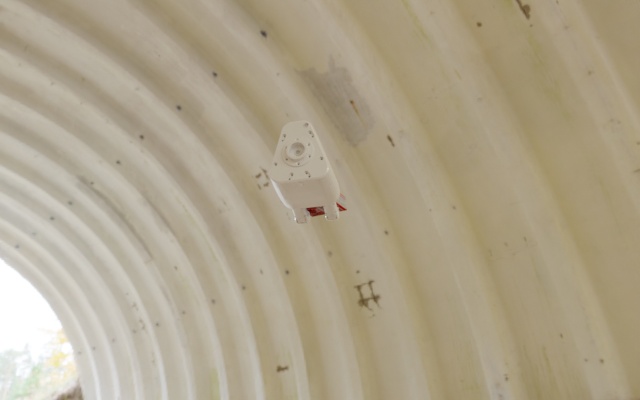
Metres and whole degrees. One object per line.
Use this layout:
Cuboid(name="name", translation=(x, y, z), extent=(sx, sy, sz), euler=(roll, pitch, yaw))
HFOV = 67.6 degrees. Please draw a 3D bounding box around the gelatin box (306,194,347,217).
Cuboid(name="gelatin box", translation=(0.000, 0.003, 0.888), extent=(0.073, 0.030, 0.089), euler=(-12, -18, 19))
